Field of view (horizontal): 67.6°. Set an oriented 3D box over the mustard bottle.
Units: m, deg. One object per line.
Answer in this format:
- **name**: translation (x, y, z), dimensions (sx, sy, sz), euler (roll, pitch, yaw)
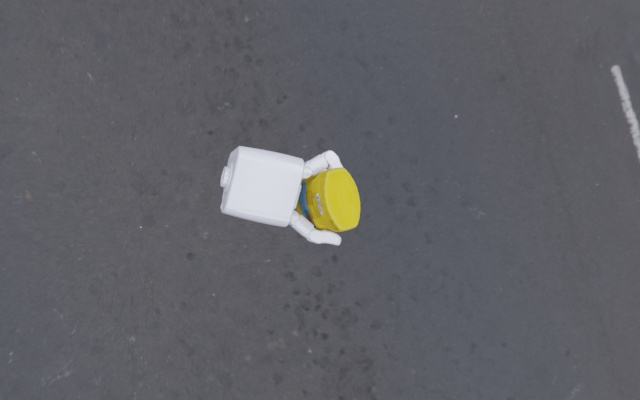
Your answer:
- **mustard bottle**: translation (0.001, 0.003, 0.799), dimensions (0.058, 0.096, 0.191), euler (-15, 2, -21)
